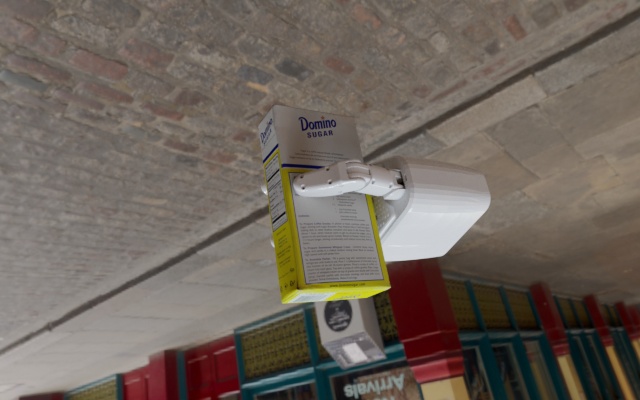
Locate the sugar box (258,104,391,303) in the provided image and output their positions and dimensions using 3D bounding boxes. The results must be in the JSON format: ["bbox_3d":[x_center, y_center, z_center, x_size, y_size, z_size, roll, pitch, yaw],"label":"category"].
[{"bbox_3d":[0.000,0.002,0.442,0.093,0.176,0.048,4,-27,-30],"label":"sugar box"}]
